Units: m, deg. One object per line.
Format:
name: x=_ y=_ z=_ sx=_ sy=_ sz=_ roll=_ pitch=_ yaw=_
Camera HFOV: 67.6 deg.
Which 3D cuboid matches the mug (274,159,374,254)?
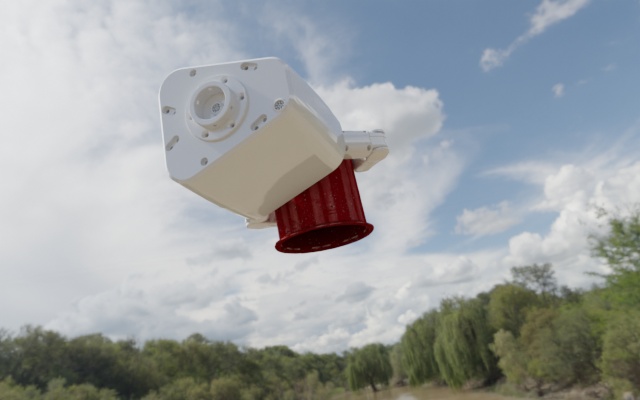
mug: x=0.001 y=0.002 z=0.463 sx=0.093 sy=0.081 sz=0.117 roll=-17 pitch=-19 yaw=15
